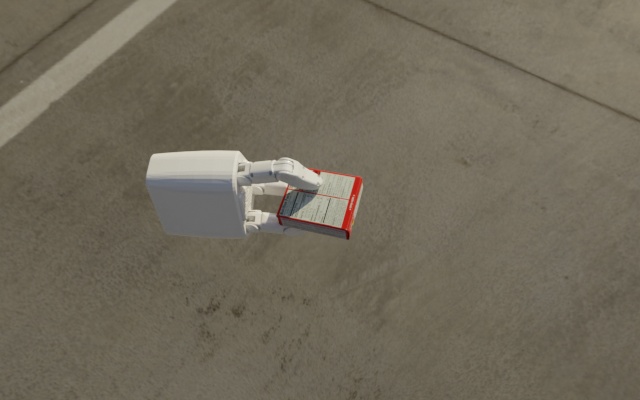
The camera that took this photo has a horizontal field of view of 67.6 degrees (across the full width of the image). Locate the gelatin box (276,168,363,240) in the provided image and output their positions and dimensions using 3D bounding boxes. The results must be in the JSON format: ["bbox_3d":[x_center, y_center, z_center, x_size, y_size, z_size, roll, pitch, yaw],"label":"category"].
[{"bbox_3d":[0.000,0.002,0.573,0.089,0.073,0.030,10,-27,14],"label":"gelatin box"}]
